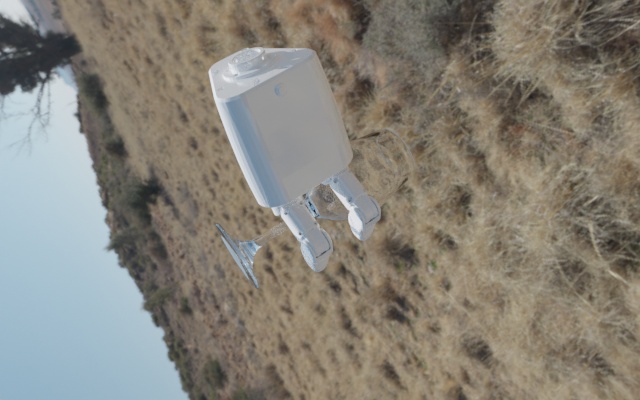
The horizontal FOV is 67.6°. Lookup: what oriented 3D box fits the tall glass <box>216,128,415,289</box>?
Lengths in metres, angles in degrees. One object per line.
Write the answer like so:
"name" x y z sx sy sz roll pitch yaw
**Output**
"tall glass" 0.000 0.002 0.482 0.201 0.079 0.079 -33 10 -16
